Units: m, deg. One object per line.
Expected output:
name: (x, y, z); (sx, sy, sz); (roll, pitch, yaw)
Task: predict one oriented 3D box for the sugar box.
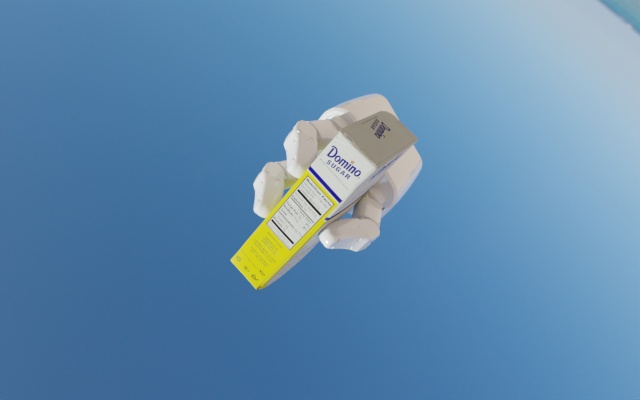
sugar box: (0.000, 0.001, 0.419); (0.176, 0.048, 0.093); (-50, -9, 34)
